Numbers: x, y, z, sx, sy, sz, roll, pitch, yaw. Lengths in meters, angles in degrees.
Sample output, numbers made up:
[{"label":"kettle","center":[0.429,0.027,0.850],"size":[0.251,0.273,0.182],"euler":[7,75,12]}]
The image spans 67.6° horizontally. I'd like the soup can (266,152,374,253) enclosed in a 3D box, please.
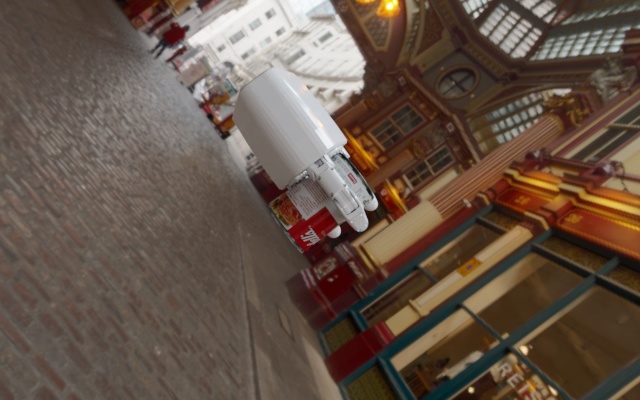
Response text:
[{"label":"soup can","center":[0.001,0.002,0.535],"size":[0.102,0.068,0.068],"euler":[-36,1,-1]}]
